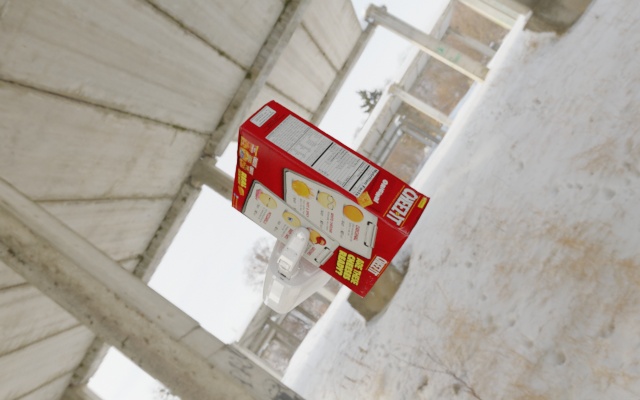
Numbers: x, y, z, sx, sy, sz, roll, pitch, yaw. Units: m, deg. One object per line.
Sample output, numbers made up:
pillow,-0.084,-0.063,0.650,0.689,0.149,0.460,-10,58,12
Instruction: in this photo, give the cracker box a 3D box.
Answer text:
cracker box,0.000,0.002,0.572,0.213,0.072,0.164,33,-35,9
